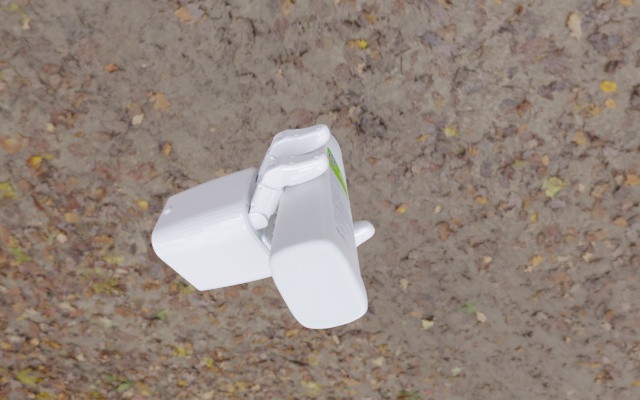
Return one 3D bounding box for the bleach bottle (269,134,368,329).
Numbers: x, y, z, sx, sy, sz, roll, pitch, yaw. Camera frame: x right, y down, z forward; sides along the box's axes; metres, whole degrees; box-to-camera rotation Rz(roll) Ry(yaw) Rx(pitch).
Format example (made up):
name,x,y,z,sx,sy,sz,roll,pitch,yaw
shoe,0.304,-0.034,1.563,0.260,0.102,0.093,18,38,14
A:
name,x,y,z,sx,sy,sz,roll,pitch,yaw
bleach bottle,0.000,0.002,0.495,0.068,0.103,0.250,-17,33,12
